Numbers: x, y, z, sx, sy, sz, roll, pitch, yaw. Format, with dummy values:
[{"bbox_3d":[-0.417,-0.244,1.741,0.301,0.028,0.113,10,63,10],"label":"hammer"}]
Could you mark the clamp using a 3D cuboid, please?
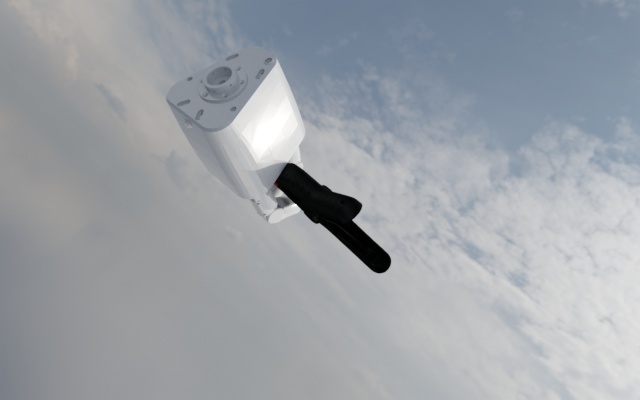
[{"bbox_3d":[0.000,0.001,0.499,0.171,0.039,0.120,36,-19,30],"label":"clamp"}]
